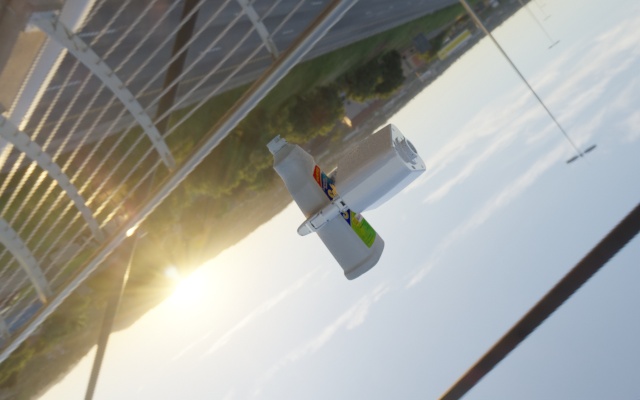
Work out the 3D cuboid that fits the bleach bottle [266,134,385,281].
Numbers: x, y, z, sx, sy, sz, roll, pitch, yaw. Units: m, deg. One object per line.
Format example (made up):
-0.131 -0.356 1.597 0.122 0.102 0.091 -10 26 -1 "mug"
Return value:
0.000 0.003 0.769 0.068 0.251 0.102 -37 5 25 "bleach bottle"
